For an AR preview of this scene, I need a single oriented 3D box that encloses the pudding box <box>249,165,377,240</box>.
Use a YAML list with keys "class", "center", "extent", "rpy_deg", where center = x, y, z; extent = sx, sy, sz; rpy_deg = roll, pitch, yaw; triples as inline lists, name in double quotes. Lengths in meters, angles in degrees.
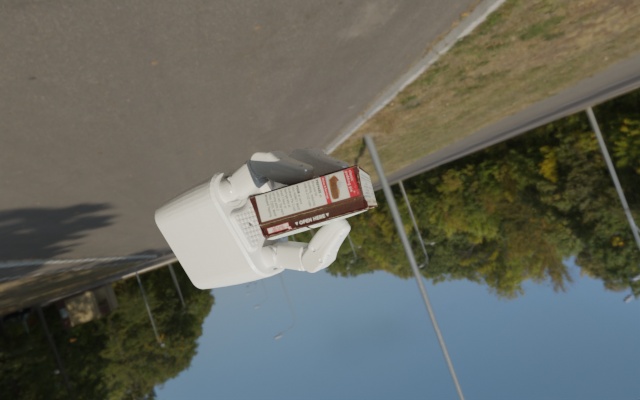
- class: "pudding box"
  center: [0.000, 0.002, 0.415]
  extent: [0.090, 0.039, 0.113]
  rpy_deg: [-17, -1, 9]
